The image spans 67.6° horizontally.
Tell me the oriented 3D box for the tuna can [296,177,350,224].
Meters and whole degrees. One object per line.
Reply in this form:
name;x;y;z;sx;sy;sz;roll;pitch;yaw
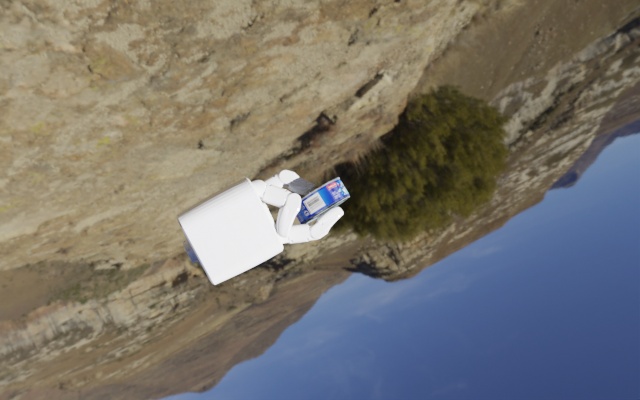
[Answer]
tuna can;0.000;0.003;0.706;0.086;0.034;0.086;-32;-4;-3
